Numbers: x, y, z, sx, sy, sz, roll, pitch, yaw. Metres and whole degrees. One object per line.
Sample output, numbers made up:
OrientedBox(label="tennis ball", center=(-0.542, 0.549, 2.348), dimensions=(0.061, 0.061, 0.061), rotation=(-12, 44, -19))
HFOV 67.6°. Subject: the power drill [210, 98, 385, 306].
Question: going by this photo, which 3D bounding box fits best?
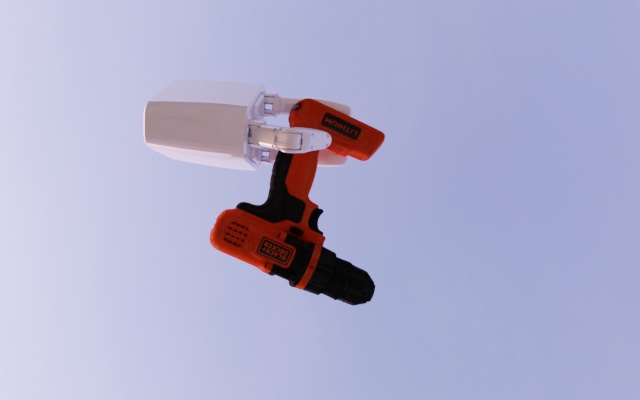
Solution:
OrientedBox(label="power drill", center=(0.000, 0.001, 0.510), dimensions=(0.184, 0.187, 0.057), rotation=(25, -9, -10))
